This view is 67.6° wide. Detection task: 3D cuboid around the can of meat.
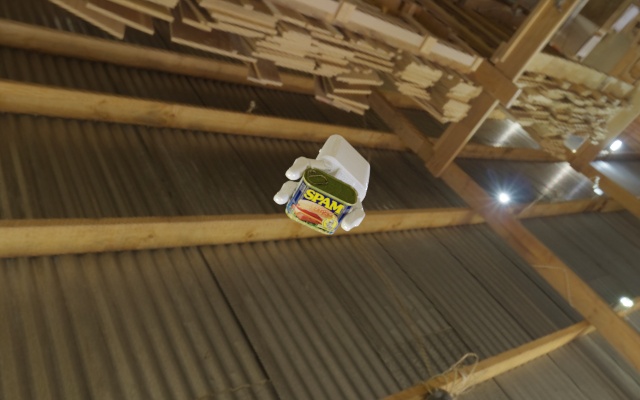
[{"bbox_3d":[0.000,0.003,0.831,0.102,0.084,0.057,26,34,-9],"label":"can of meat"}]
